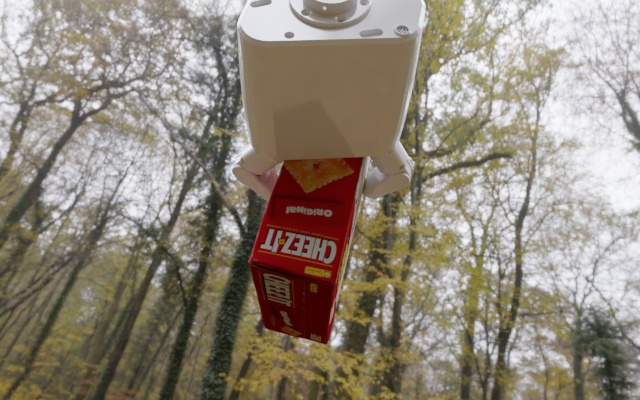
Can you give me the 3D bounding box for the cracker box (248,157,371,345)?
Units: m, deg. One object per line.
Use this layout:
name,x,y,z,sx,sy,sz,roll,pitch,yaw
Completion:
cracker box,0.000,0.001,0.440,0.072,0.213,0.164,12,-30,6
